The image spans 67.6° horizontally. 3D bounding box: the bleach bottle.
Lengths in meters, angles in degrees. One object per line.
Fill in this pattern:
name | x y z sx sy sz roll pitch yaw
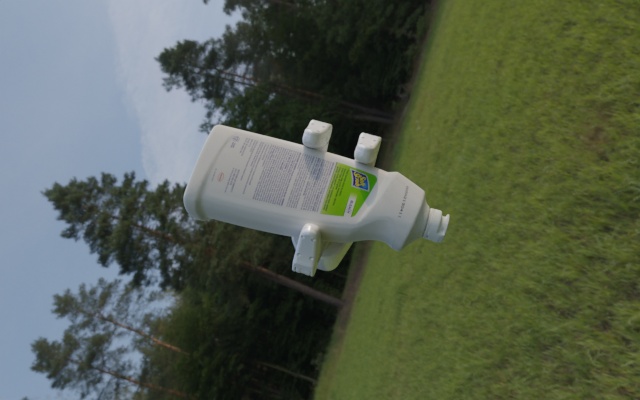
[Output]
bleach bottle | 0.000 0.001 0.481 0.251 0.102 0.068 16 -17 7
